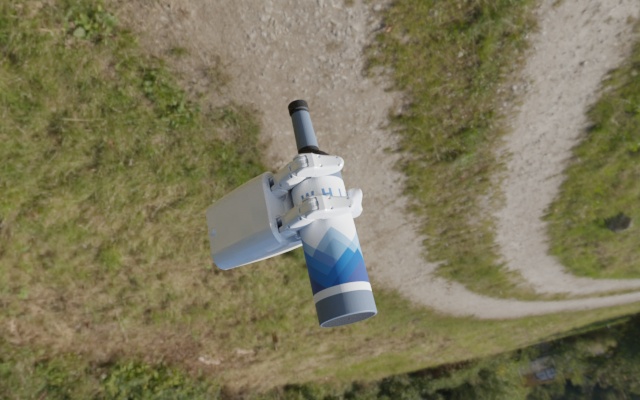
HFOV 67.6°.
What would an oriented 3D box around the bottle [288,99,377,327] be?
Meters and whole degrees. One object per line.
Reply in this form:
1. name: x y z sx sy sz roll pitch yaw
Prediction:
1. bottle: 0.000 0.002 0.591 0.069 0.295 0.069 -11 -23 -5
